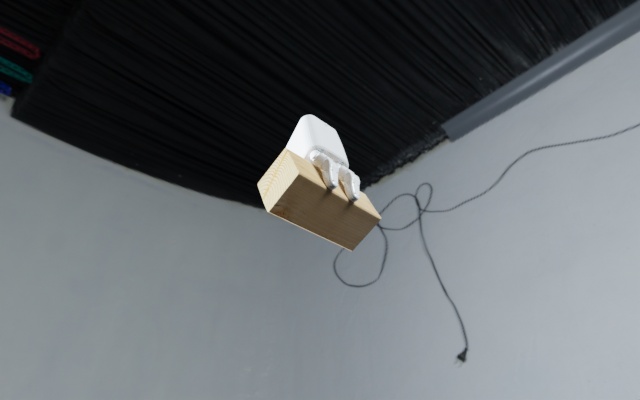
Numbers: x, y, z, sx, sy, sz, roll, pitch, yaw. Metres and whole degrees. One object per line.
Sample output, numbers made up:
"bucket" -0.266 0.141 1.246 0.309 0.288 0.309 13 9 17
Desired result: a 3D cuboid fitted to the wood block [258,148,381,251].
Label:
"wood block" 0.000 0.003 0.874 0.206 0.091 0.090 28 21 -35
